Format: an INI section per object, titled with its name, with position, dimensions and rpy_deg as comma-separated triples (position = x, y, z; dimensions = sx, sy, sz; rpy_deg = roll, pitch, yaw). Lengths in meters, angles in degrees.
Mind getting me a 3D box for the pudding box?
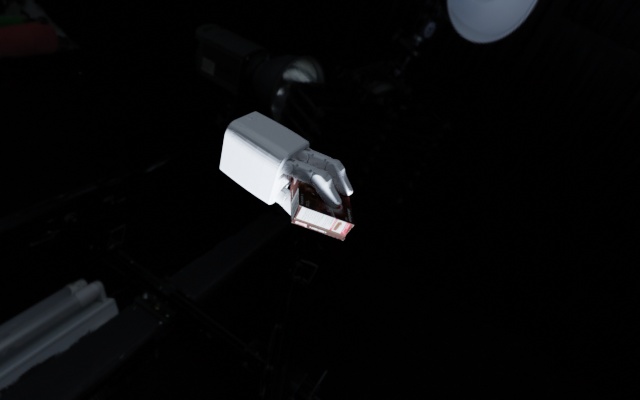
[pudding box]
position = 0.000, 0.003, 0.738
dimensions = 0.090, 0.039, 0.113
rpy_deg = 19, 33, -16
